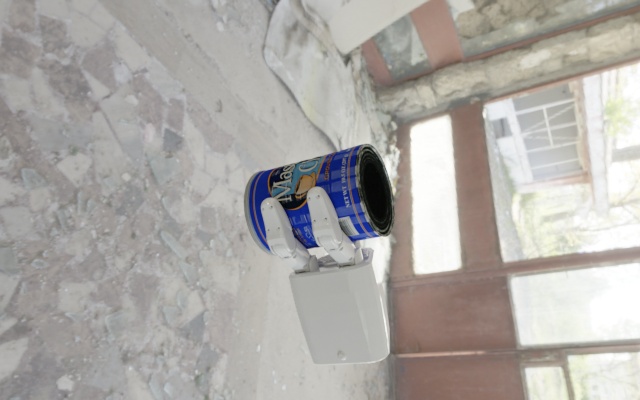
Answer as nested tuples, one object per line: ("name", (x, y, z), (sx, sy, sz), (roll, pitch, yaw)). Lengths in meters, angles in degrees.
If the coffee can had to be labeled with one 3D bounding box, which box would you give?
("coffee can", (0.000, 0.002, 0.540), (0.140, 0.103, 0.103), (-12, -5, 26))
